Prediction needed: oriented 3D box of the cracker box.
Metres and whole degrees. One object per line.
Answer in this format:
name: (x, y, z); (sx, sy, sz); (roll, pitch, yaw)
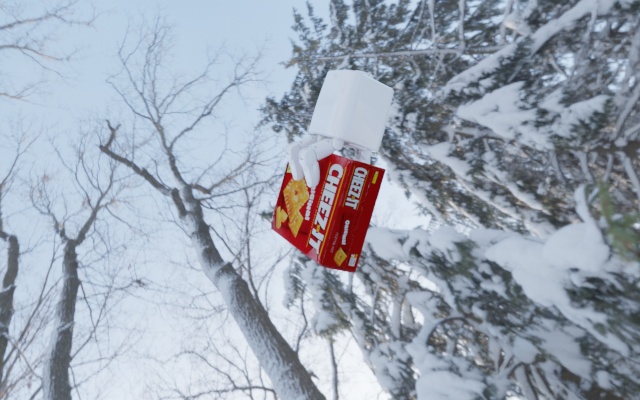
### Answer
cracker box: (0.000, 0.003, 0.784); (0.072, 0.164, 0.213); (12, 6, -28)
